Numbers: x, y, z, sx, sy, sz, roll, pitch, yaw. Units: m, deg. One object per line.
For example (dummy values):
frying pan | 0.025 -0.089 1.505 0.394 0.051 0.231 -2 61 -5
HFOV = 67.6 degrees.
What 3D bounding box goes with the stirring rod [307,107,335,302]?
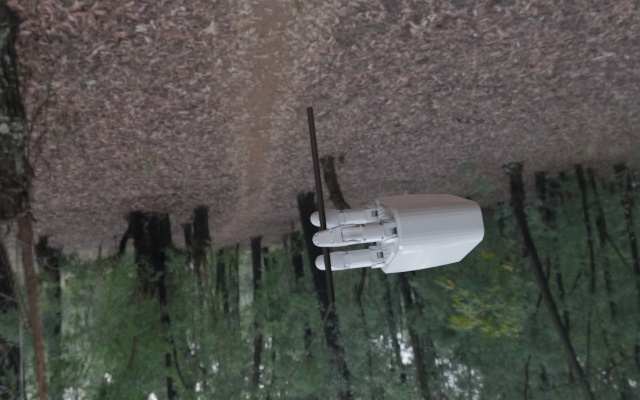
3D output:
stirring rod | 0.000 0.002 0.582 0.011 0.239 0.011 -6 -8 -1
